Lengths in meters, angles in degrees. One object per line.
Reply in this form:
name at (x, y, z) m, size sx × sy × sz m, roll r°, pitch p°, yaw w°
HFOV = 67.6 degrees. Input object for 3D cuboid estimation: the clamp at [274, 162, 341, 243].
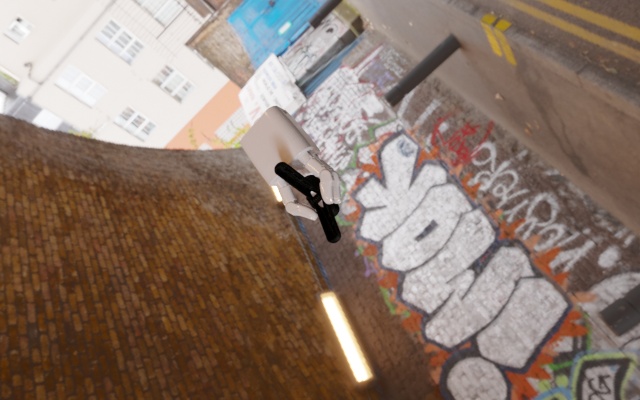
clamp at (0.000, 0.003, 0.879) m, size 0.036 × 0.164 × 0.210 m, roll -37°, pitch -9°, yaw 12°
